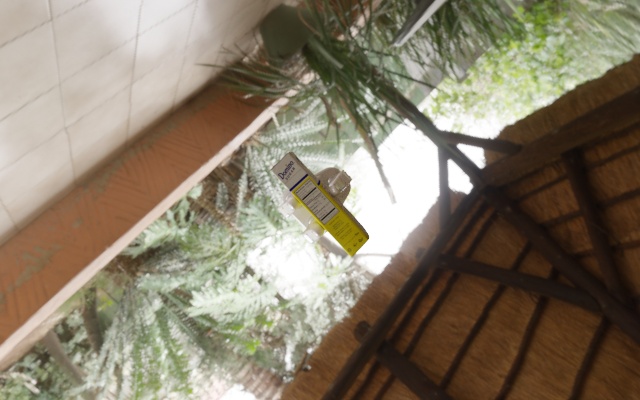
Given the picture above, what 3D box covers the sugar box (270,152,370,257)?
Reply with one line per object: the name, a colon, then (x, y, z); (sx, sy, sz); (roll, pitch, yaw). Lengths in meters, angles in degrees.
sugar box: (0.000, 0.003, 0.732); (0.176, 0.048, 0.093); (45, 4, -4)
